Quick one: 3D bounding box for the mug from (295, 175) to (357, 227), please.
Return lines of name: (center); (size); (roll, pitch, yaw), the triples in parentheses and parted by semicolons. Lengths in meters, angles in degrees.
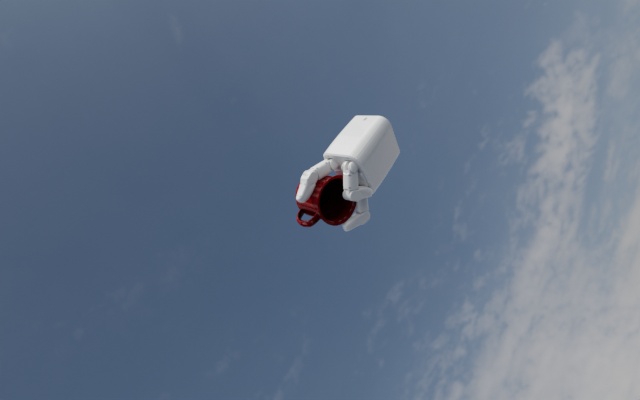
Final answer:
mug: (-0.001, 0.004, 0.887); (0.081, 0.117, 0.093); (14, -30, 51)
